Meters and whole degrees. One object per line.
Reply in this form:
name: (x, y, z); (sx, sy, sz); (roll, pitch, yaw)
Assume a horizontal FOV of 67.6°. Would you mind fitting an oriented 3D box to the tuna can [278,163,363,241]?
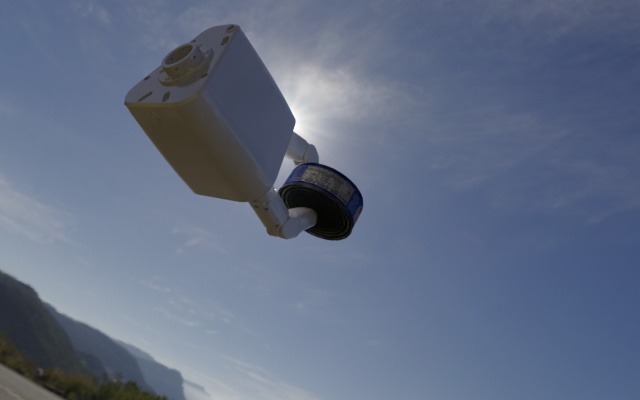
tuna can: (0.000, 0.001, 0.494); (0.086, 0.033, 0.086); (21, -33, 15)
